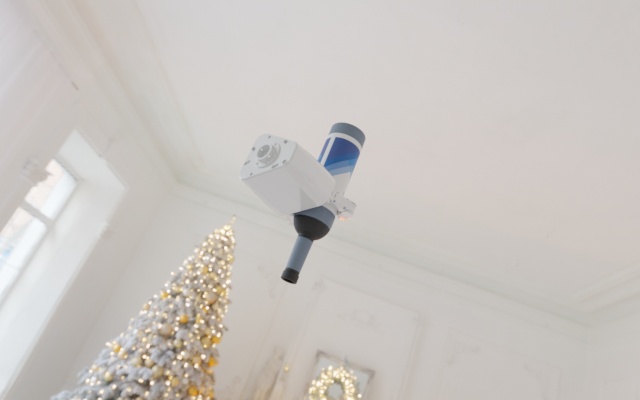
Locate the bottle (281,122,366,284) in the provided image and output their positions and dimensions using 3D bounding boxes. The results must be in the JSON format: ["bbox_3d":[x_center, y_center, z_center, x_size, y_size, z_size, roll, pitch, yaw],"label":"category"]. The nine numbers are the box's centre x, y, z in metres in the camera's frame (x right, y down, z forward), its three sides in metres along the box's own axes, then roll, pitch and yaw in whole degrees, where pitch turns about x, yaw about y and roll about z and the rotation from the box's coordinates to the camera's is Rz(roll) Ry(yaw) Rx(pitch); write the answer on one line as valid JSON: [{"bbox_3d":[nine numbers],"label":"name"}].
[{"bbox_3d":[0.000,0.003,0.817,0.069,0.295,0.069,19,-23,8],"label":"bottle"}]
